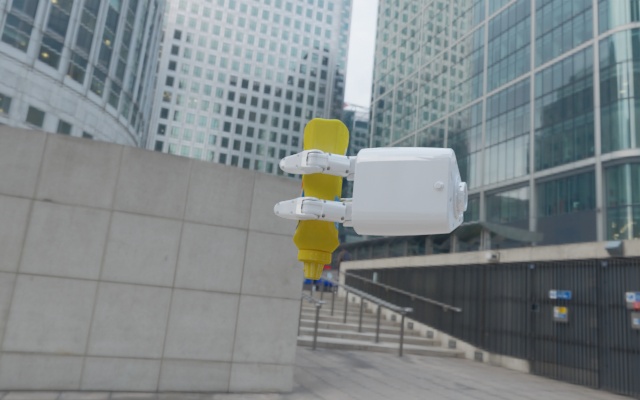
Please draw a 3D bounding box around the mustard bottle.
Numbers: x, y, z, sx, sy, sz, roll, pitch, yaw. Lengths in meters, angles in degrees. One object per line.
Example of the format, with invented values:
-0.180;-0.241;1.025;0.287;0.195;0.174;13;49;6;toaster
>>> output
0.000;0.002;0.598;0.058;0.191;0.096;5;-12;0;mustard bottle
